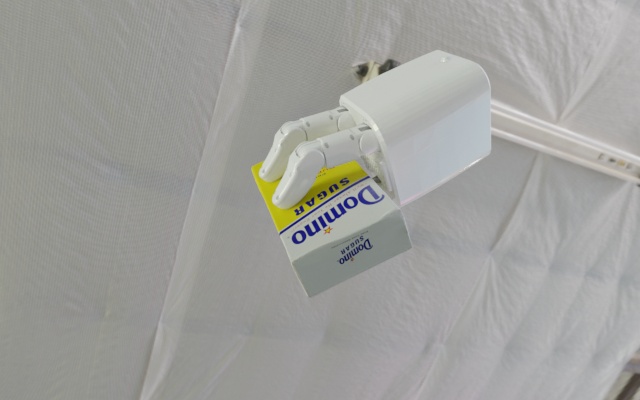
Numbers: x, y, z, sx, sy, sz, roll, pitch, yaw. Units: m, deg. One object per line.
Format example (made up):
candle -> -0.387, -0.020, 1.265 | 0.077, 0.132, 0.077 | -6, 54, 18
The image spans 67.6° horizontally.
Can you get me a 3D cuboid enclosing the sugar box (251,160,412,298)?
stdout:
sugar box -> 0.000, 0.001, 0.429 | 0.093, 0.048, 0.176 | -26, 30, -5
